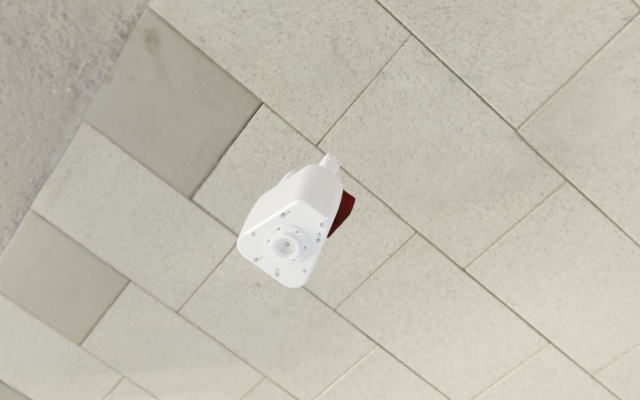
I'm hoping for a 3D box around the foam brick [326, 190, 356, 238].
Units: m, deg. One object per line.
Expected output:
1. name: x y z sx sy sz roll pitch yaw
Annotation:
1. foam brick: 0.000 0.002 0.649 0.078 0.053 0.051 37 26 -8
